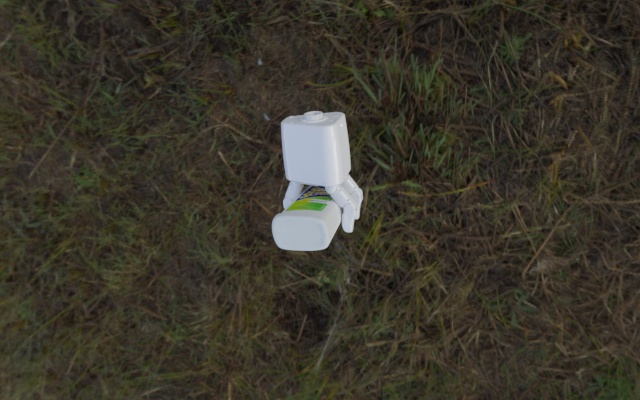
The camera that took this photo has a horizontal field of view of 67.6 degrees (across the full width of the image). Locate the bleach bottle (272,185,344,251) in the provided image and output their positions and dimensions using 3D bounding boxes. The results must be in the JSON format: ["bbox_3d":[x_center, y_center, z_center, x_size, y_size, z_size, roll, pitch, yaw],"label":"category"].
[{"bbox_3d":[0.000,0.003,0.891,0.102,0.068,0.250,1,25,17],"label":"bleach bottle"}]
